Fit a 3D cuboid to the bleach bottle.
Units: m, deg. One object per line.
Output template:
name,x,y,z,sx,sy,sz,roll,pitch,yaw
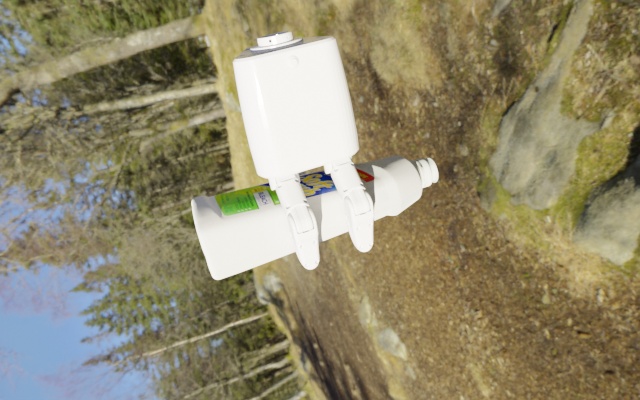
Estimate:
bleach bottle,0.000,0.002,0.495,0.251,0.068,0.102,-18,24,-12
